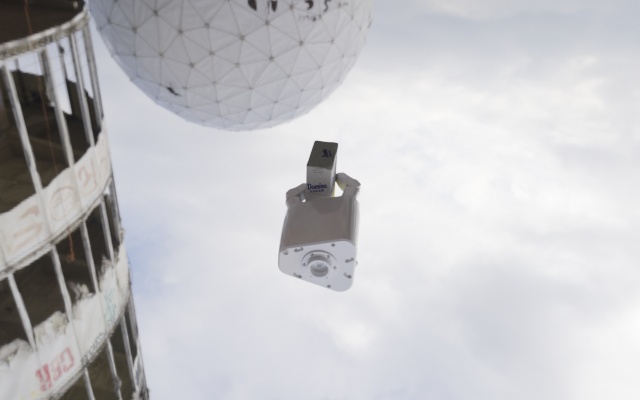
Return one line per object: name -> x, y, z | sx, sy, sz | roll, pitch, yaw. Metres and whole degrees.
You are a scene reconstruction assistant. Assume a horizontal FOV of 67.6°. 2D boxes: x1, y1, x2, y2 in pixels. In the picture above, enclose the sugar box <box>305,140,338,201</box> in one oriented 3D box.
sugar box -> 0.001, 0.003, 0.768 | 0.048, 0.176, 0.093 | 8, 32, 4
